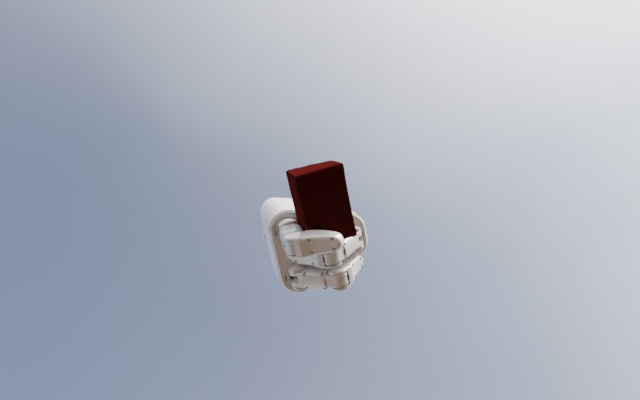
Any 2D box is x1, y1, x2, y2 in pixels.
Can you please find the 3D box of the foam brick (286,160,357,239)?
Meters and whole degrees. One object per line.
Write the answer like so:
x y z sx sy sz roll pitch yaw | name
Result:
0.000 0.001 0.499 0.053 0.078 0.051 -14 14 -11 | foam brick
